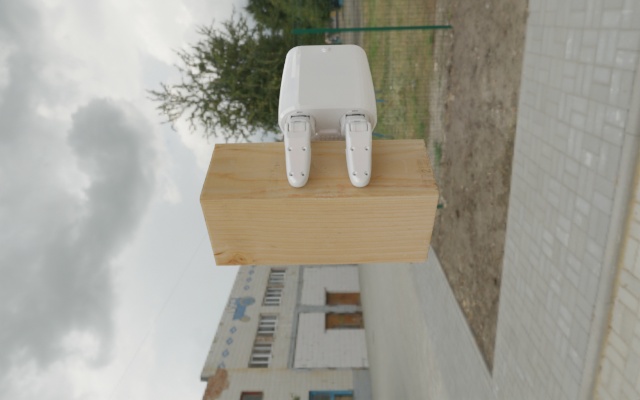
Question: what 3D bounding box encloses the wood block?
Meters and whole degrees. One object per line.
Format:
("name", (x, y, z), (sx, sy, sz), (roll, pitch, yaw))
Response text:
("wood block", (0.000, 0.001, 0.469), (0.206, 0.091, 0.090), (-1, 42, 1))
